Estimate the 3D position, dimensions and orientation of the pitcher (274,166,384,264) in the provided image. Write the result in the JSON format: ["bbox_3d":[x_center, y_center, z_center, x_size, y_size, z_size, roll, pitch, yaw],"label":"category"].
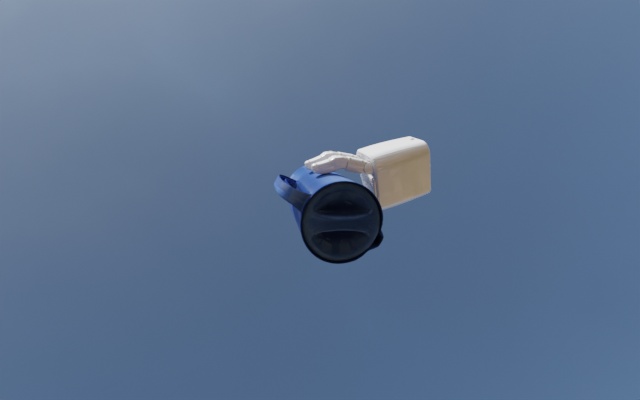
[{"bbox_3d":[0.000,0.003,0.839,0.145,0.149,0.242,-19,17,-8],"label":"pitcher"}]
